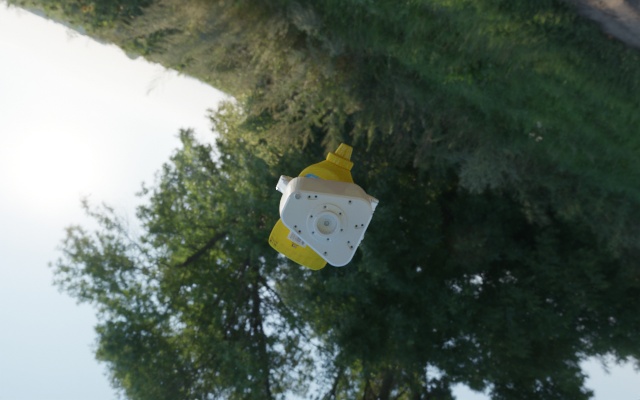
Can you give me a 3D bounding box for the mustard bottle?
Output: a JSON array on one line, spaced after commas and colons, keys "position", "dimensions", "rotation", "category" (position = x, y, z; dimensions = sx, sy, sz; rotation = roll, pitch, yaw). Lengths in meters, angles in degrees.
[{"position": [0.000, 0.003, 0.733], "dimensions": [0.096, 0.191, 0.058], "rotation": [28, 8, 18], "category": "mustard bottle"}]
